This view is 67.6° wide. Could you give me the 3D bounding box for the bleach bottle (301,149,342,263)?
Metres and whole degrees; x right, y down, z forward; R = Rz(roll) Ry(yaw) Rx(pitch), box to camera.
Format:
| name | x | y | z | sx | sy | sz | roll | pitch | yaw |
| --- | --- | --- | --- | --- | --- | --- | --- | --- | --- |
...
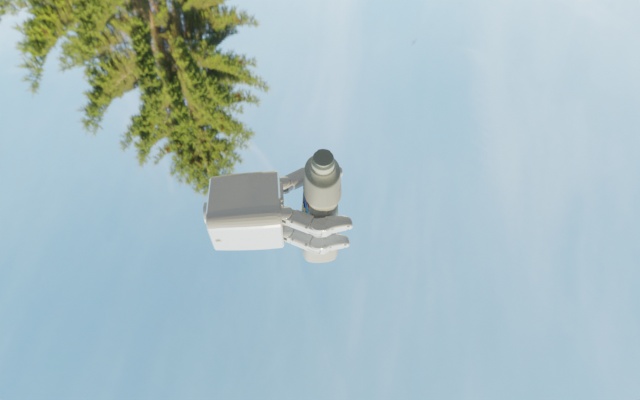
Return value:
| name | x | y | z | sx | sy | sz | roll | pitch | yaw |
| --- | --- | --- | --- | --- | --- | --- | --- | --- | --- |
| bleach bottle | 0.000 | 0.003 | 0.737 | 0.068 | 0.102 | 0.251 | -4 | -32 | -4 |
